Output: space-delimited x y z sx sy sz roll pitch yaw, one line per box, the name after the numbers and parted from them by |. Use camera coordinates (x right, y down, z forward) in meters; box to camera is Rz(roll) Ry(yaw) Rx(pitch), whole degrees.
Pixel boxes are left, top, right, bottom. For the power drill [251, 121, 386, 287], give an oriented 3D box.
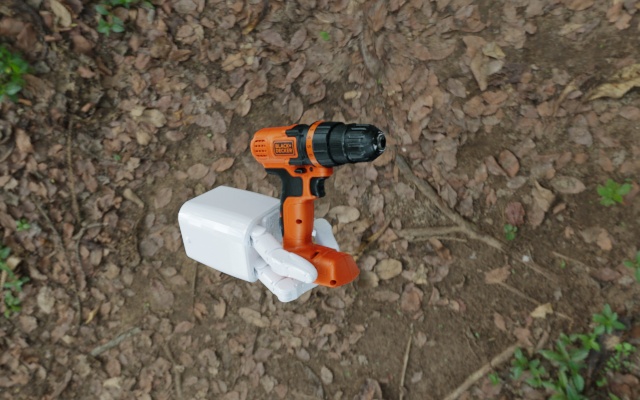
0.000 0.002 0.559 0.184 0.188 0.057 5 14 41 | power drill
